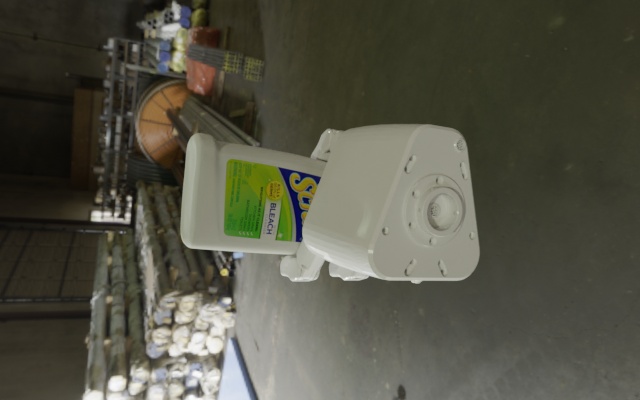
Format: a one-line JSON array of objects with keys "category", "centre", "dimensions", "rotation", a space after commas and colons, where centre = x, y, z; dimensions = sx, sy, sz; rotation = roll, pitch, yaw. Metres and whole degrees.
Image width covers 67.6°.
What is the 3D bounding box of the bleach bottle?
[{"category": "bleach bottle", "centre": [0.000, 0.002, 0.460], "dimensions": [0.251, 0.102, 0.068], "rotation": [4, 3, -24]}]
